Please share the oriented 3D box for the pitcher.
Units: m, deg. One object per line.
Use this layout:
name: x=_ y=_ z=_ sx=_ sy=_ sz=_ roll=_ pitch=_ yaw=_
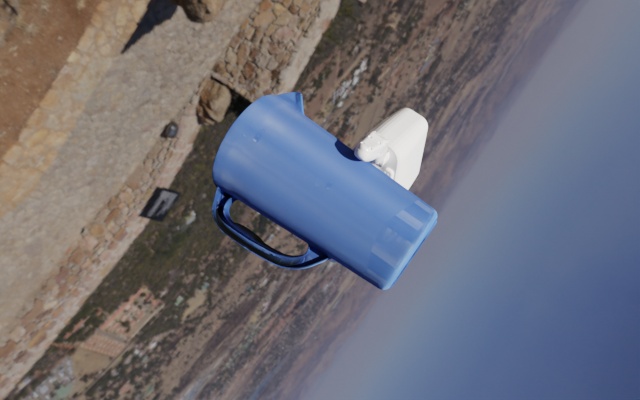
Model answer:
pitcher: x=0.000 y=0.002 z=0.554 sx=0.243 sy=0.149 sz=0.145 roll=35 pitch=43 yaw=12
